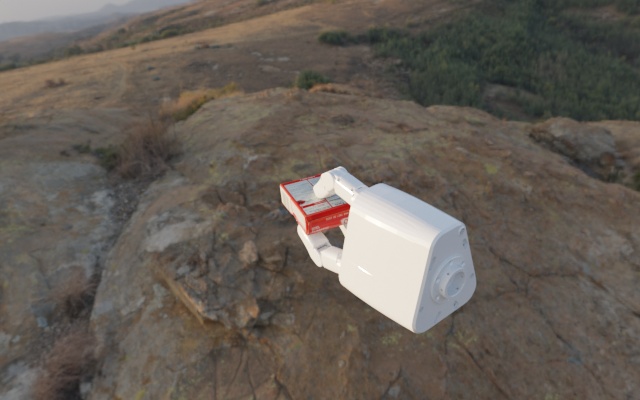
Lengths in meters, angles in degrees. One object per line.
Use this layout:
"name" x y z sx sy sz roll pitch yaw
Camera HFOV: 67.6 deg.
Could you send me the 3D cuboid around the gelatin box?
"gelatin box" 0.000 0.001 0.583 0.073 0.030 0.089 -15 33 -19
